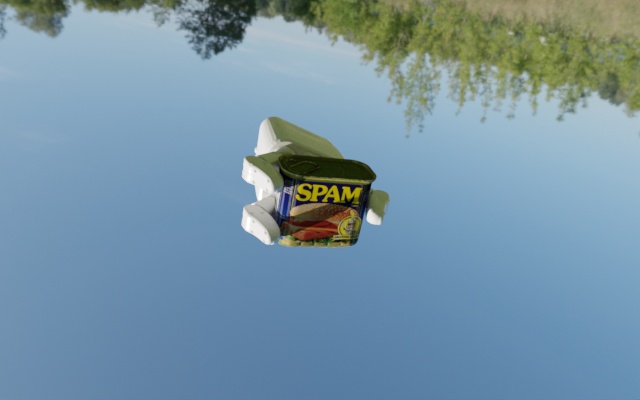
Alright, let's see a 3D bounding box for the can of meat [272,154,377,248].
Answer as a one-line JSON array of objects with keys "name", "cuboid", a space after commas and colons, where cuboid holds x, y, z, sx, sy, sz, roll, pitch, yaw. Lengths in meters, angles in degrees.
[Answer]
[{"name": "can of meat", "cuboid": [0.000, 0.002, 0.514, 0.102, 0.084, 0.057, 3, 26, -17]}]
